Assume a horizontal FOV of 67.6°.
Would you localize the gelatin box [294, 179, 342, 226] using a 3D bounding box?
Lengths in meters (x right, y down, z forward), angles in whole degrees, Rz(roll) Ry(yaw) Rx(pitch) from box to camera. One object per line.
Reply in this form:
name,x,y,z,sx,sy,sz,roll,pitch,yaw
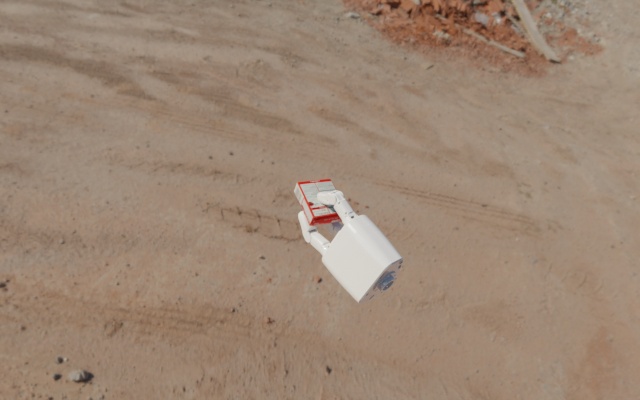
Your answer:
gelatin box,0.000,0.002,0.896,0.073,0.089,0.030,-8,-36,-27
